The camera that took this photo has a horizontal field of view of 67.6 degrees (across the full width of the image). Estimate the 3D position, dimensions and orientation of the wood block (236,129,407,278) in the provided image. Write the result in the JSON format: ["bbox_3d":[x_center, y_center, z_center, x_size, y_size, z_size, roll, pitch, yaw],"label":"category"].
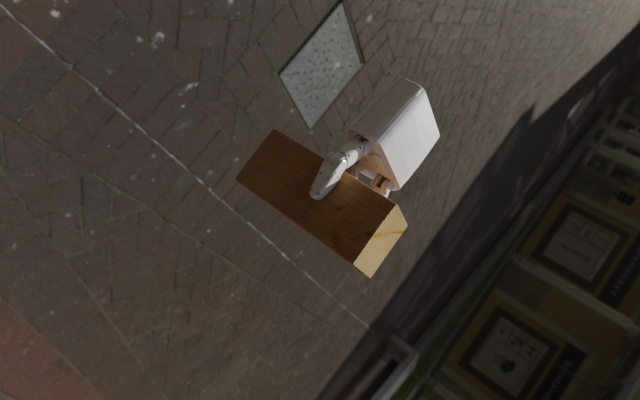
[{"bbox_3d":[0.000,0.002,0.636,0.206,0.090,0.091,34,-7,27],"label":"wood block"}]
